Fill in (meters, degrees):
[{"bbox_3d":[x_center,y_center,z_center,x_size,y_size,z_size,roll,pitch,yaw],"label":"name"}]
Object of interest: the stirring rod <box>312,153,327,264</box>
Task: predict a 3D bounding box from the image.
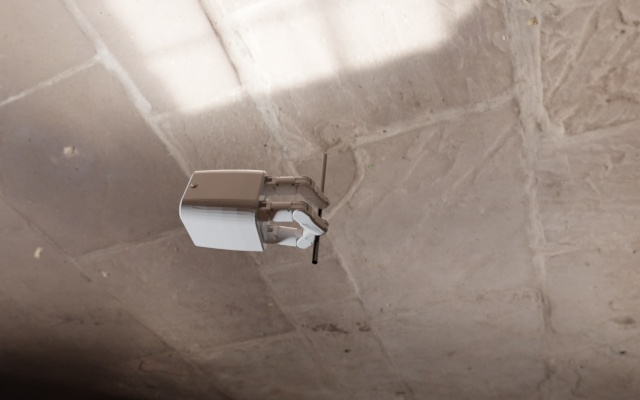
[{"bbox_3d":[0.000,0.002,0.713,0.011,0.011,0.239,0,41,5],"label":"stirring rod"}]
